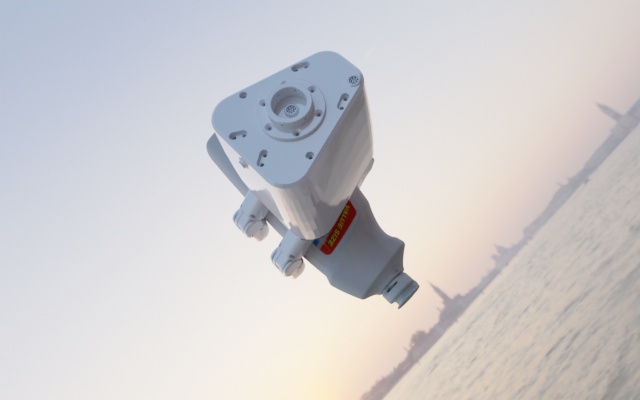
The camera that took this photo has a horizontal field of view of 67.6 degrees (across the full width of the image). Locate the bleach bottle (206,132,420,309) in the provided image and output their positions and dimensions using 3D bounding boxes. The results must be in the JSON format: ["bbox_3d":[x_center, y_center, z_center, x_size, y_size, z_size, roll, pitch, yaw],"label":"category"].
[{"bbox_3d":[0.000,0.002,0.473,0.250,0.102,0.068,43,-9,21],"label":"bleach bottle"}]
